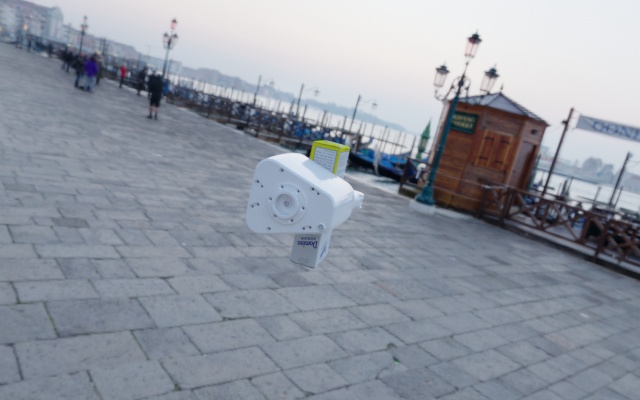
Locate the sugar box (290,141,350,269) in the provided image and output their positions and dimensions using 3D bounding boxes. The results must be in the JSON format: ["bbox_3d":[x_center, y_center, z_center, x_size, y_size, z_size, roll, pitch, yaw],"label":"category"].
[{"bbox_3d":[0.000,0.002,0.703,0.048,0.176,0.093,16,10,10],"label":"sugar box"}]
